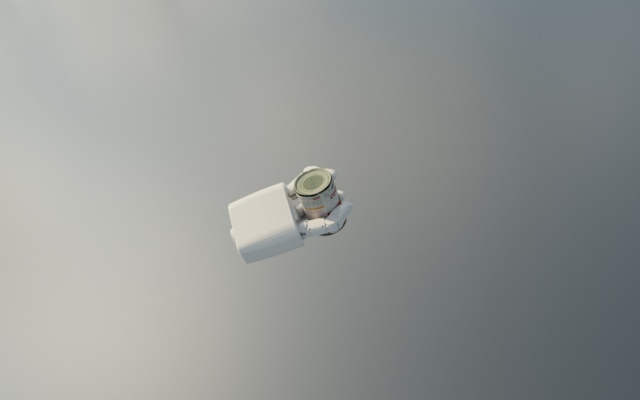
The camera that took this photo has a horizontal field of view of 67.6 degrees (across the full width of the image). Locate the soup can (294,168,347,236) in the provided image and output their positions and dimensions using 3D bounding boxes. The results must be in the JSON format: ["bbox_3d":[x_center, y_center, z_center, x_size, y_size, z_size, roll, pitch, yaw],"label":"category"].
[{"bbox_3d":[0.001,0.002,0.817,0.068,0.068,0.102,0,-43,22],"label":"soup can"}]
